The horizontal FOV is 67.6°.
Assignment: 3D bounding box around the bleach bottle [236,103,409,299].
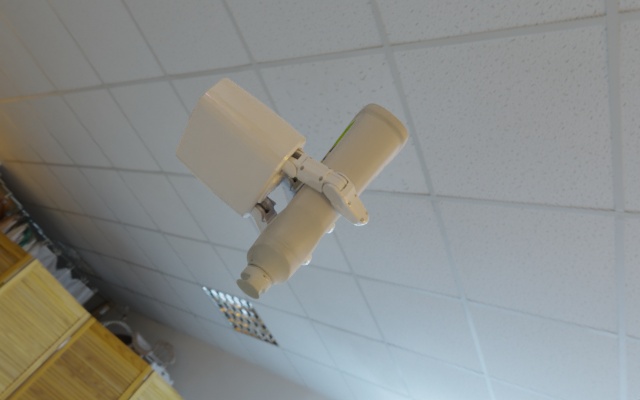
[{"bbox_3d":[0.000,0.002,0.522,0.068,0.250,0.103,40,-33,0],"label":"bleach bottle"}]
